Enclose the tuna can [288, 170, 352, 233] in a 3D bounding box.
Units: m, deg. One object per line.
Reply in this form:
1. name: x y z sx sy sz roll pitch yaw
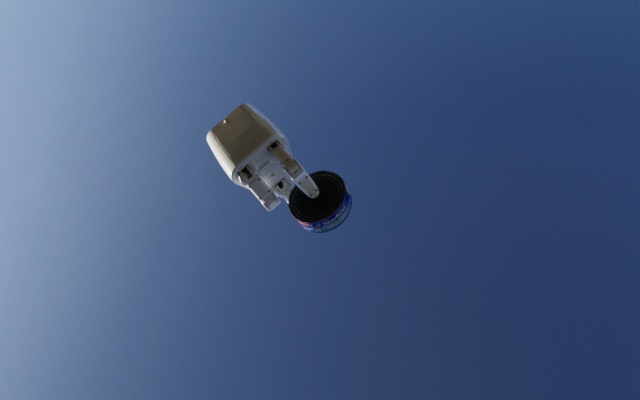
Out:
1. tuna can: 0.000 0.003 0.672 0.086 0.086 0.034 0 -32 25
